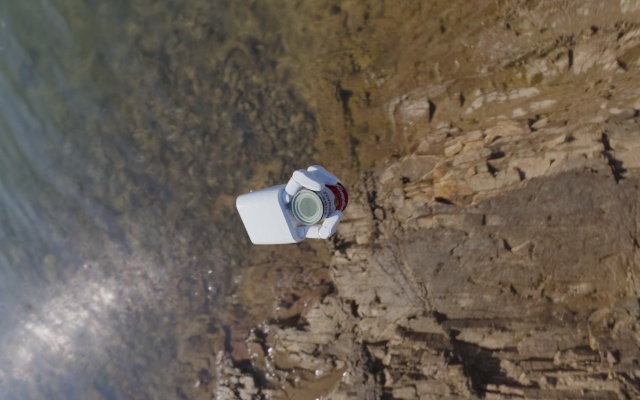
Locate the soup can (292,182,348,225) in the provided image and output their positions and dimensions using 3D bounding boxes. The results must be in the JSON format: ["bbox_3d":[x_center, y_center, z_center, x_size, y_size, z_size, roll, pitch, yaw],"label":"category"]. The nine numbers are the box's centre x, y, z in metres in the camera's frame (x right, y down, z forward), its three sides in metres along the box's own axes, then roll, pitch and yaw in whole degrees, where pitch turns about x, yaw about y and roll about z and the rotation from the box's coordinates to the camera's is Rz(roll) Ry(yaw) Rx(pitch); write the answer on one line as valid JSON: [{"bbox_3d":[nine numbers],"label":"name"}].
[{"bbox_3d":[0.000,0.003,0.891,0.068,0.068,0.102,0,11,29],"label":"soup can"}]
